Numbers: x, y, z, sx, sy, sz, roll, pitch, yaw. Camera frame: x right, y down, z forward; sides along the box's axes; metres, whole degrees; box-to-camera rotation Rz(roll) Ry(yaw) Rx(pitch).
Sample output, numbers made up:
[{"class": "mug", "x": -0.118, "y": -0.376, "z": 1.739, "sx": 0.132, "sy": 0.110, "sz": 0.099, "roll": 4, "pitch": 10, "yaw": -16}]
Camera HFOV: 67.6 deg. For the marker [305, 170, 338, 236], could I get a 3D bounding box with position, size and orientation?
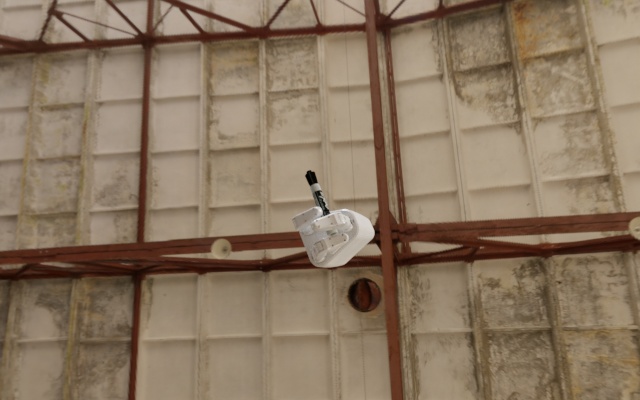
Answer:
[{"class": "marker", "x": 0.000, "y": 0.003, "z": 0.817, "sx": 0.020, "sy": 0.121, "sz": 0.020, "roll": -19, "pitch": -17, "yaw": -6}]
